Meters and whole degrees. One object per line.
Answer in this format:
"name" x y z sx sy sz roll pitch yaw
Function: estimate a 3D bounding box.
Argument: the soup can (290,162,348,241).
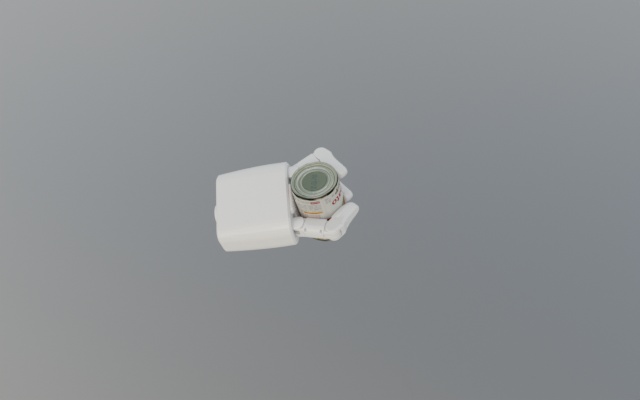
"soup can" 0.001 0.002 0.677 0.068 0.068 0.102 0 -37 13
